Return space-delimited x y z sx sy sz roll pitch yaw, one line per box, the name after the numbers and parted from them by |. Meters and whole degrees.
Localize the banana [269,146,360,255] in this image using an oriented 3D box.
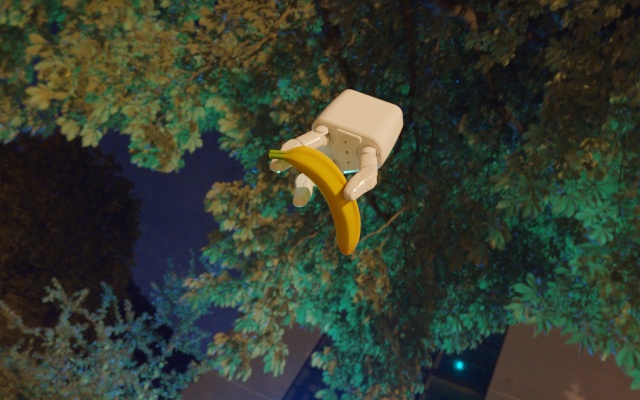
0.013 -0.005 0.656 0.069 0.198 0.037 -17 29 36 | banana
